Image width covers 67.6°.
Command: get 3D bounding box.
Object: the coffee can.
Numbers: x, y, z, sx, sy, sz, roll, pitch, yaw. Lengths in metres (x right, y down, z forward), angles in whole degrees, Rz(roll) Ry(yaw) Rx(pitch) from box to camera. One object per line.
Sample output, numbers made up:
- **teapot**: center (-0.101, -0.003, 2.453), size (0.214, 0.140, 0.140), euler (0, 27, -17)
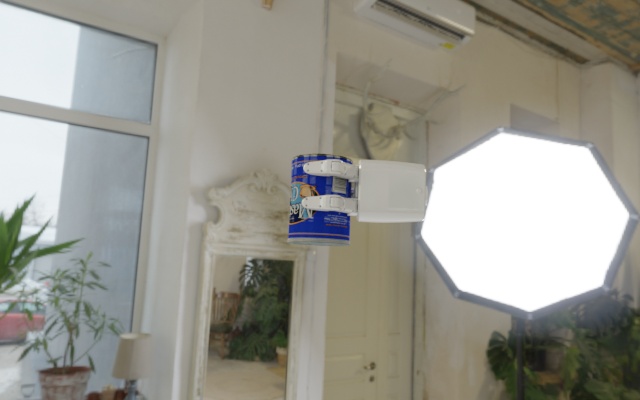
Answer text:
- **coffee can**: center (0.000, 0.003, 0.790), size (0.103, 0.140, 0.103), euler (2, -8, 0)
